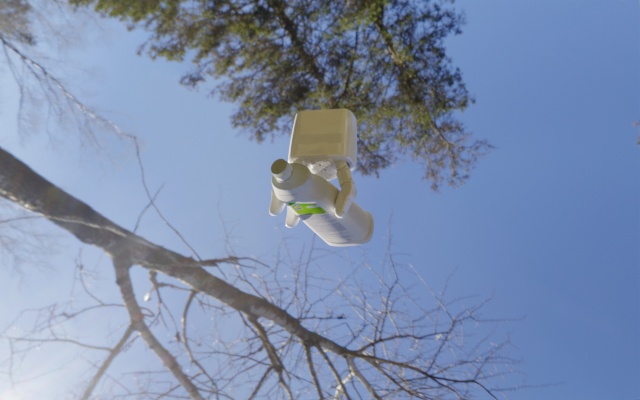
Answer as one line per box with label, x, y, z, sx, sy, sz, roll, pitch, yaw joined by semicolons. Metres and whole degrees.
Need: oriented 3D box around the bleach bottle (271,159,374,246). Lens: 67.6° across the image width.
bleach bottle;0.000;0.003;0.818;0.102;0.068;0.251;-9;-30;26
